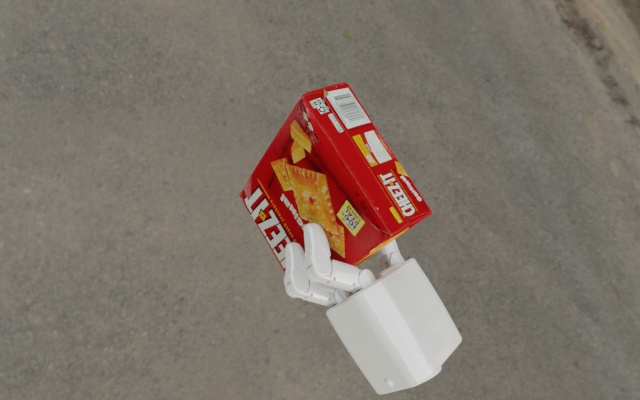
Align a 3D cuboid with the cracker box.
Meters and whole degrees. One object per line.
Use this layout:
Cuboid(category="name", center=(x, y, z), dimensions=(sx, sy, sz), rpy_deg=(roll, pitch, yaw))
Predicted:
Cuboid(category="cracker box", center=(0.000, 0.002, 0.538), dimensions=(0.072, 0.164, 0.214), rpy_deg=(-23, -14, -36))
